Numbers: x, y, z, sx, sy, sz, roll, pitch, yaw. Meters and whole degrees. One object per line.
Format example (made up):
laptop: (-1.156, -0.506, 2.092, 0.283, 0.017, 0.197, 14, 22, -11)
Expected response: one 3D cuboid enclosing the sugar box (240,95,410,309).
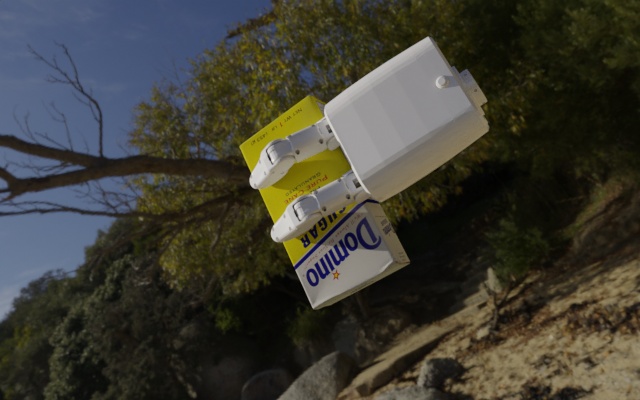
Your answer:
sugar box: (0.000, 0.001, 0.448, 0.093, 0.176, 0.048, -33, -19, 21)
